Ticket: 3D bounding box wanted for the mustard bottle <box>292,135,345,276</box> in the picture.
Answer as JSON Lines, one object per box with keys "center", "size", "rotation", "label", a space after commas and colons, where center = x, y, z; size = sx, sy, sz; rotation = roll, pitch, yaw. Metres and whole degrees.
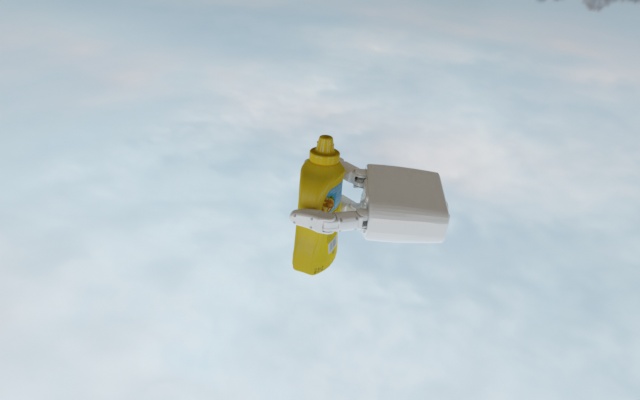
{"center": [0.000, 0.002, 0.665], "size": [0.058, 0.192, 0.096], "rotation": [16, 28, 19], "label": "mustard bottle"}
